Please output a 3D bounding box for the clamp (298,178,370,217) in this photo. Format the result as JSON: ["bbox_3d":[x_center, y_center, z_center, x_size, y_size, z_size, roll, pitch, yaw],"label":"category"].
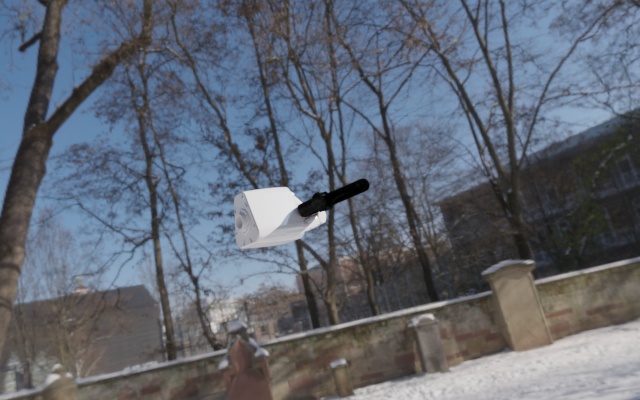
[{"bbox_3d":[0.000,0.002,0.900,0.120,0.039,0.171,-9,-14,-39],"label":"clamp"}]
